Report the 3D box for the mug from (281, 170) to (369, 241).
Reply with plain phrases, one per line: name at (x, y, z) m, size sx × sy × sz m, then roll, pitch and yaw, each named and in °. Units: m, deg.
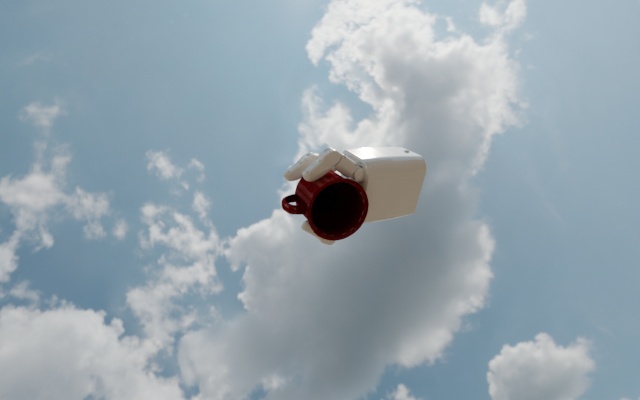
mug at (-0.001, 0.002, 0.696) m, size 0.117 × 0.093 × 0.081 m, roll -8°, pitch 22°, yaw -20°
